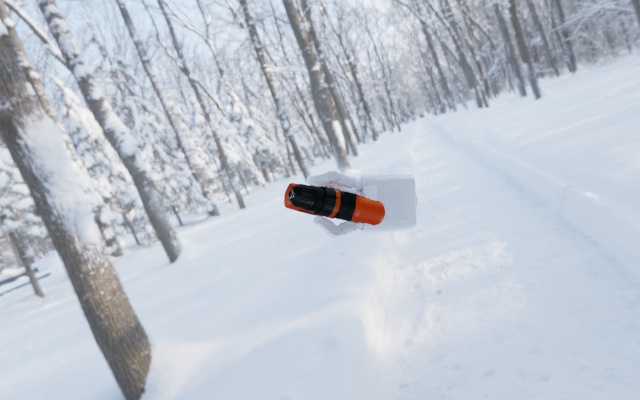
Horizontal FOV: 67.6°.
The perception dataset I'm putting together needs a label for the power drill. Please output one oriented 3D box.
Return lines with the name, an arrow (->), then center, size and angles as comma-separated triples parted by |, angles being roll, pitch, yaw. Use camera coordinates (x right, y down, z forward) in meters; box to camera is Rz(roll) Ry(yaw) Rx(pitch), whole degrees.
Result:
power drill -> 0.000, 0.003, 0.883 | 0.184, 0.057, 0.187 | 15, -1, -26
